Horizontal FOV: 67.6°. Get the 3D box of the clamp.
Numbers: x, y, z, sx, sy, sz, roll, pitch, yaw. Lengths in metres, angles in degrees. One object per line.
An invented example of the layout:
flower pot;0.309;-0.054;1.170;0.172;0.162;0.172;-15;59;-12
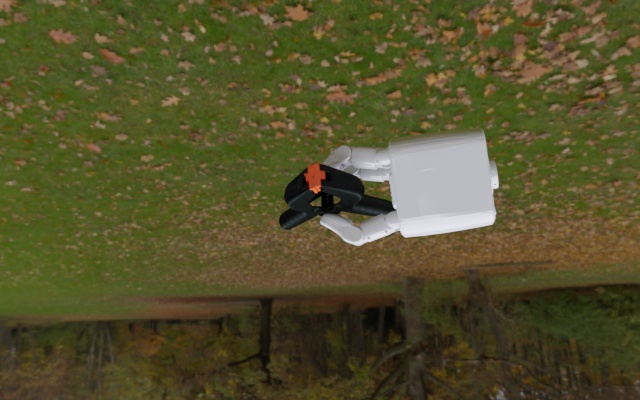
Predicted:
clamp;0.000;0.003;0.598;0.164;0.036;0.210;-10;-16;14
